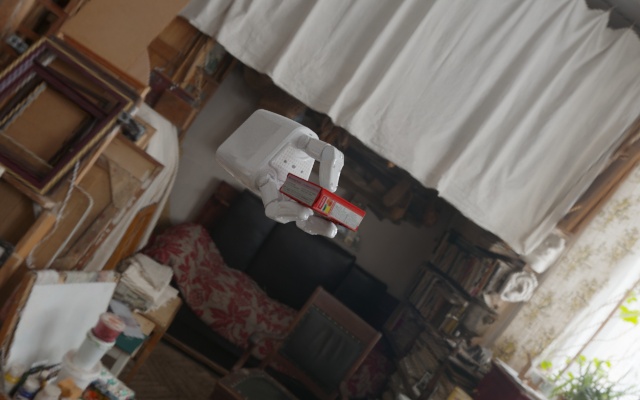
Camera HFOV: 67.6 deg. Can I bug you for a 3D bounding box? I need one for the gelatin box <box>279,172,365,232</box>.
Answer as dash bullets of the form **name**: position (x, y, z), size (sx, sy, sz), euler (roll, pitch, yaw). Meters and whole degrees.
- **gelatin box**: position (0.000, 0.002, 0.585), size (0.073, 0.030, 0.089), euler (30, -3, -34)
